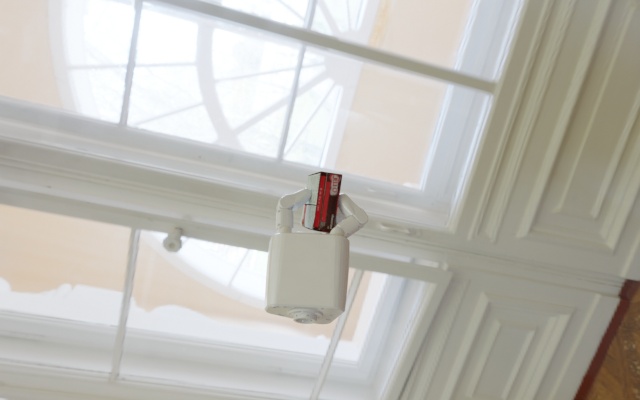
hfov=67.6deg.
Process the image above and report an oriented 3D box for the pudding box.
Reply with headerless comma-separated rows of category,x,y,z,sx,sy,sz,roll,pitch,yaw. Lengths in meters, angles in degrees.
pudding box,0.000,0.002,0.752,0.039,0.090,0.113,10,-1,-13
